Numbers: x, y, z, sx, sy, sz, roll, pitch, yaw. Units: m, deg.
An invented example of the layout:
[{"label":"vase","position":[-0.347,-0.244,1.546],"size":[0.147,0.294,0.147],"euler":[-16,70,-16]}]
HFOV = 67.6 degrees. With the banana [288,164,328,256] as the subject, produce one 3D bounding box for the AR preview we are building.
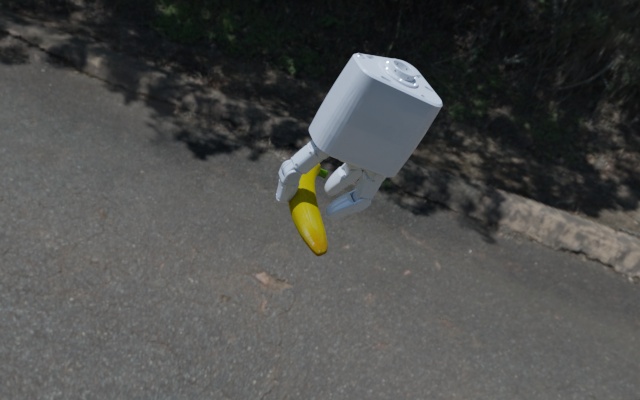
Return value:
[{"label":"banana","position":[-0.015,-0.009,0.635],"size":[0.069,0.037,0.197],"euler":[32,31,-18]}]
